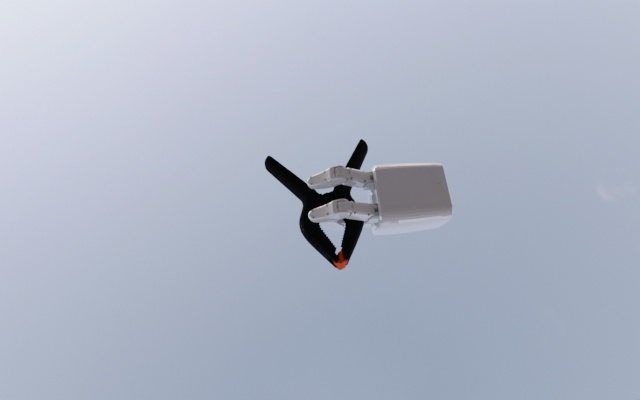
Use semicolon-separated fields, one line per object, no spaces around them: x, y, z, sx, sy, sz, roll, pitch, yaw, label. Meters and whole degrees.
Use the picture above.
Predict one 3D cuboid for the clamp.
0.000;0.003;0.714;0.164;0.209;0.036;-5;-29;0;clamp
